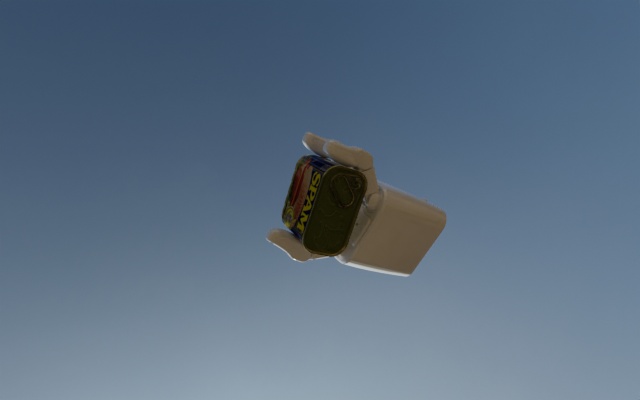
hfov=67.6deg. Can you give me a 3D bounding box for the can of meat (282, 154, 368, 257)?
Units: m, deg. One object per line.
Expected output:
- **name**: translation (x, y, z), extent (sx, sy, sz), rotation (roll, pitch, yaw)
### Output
- **can of meat**: translation (0.000, 0.002, 0.556), extent (0.057, 0.102, 0.084), rotation (14, 10, -28)
